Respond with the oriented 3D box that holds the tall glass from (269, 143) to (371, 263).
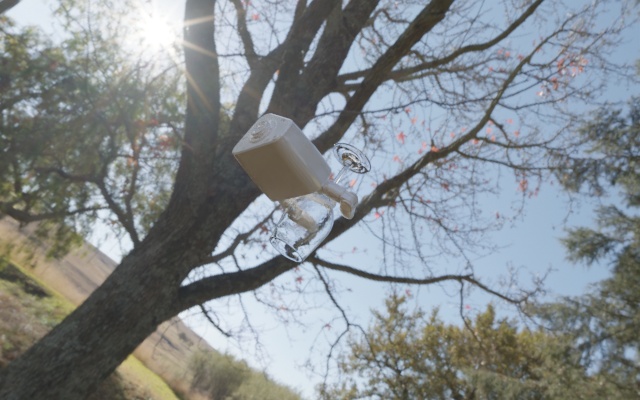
[{"bbox_3d":[0.001,0.002,0.767,0.079,0.201,0.079,29,-25,15],"label":"tall glass"}]
